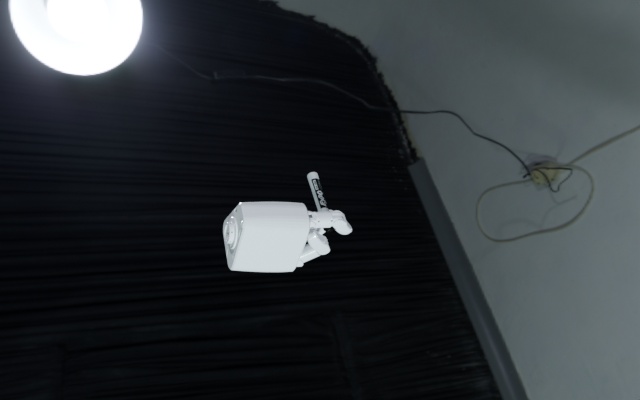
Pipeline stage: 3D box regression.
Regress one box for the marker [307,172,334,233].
[{"bbox_3d":[0.000,0.003,0.805,0.020,0.121,0.020,-12,-35,-8],"label":"marker"}]
